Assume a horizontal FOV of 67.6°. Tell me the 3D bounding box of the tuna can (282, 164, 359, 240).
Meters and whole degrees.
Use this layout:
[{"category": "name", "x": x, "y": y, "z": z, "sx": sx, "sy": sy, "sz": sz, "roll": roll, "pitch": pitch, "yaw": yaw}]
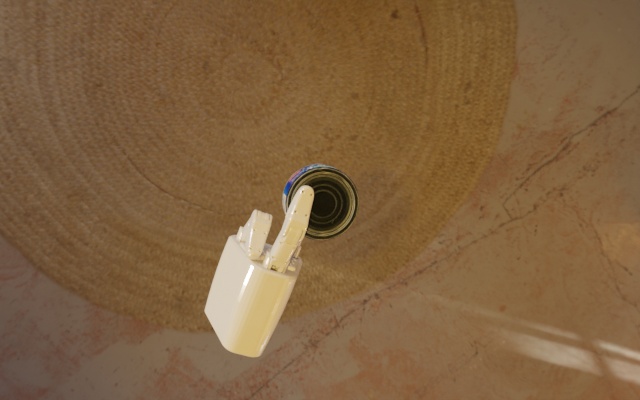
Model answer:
[{"category": "tuna can", "x": 0.000, "y": 0.002, "z": 0.546, "sx": 0.086, "sy": 0.086, "sz": 0.033, "roll": 0, "pitch": 10, "yaw": -11}]
